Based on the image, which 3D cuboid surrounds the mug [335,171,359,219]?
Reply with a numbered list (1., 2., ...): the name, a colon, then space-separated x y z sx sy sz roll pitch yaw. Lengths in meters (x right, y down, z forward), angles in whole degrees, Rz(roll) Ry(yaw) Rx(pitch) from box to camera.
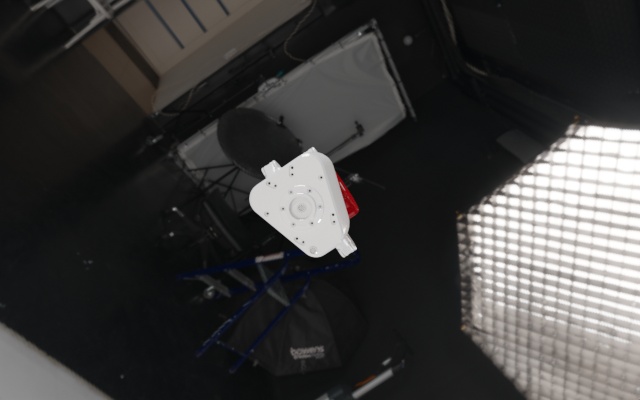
1. mug: 0.000 0.002 0.675 0.081 0.093 0.117 -33 2 7
